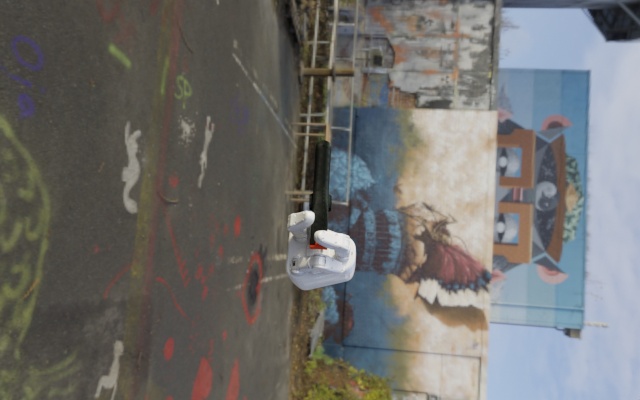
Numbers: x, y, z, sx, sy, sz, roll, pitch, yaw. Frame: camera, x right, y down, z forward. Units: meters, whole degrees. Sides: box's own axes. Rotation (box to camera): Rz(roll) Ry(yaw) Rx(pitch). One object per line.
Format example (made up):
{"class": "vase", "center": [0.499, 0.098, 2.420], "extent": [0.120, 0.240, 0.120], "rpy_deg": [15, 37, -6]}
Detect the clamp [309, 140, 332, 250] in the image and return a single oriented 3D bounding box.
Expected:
{"class": "clamp", "center": [0.001, 0.003, 0.772], "extent": [0.039, 0.171, 0.120], "rpy_deg": [3, -21, 6]}
